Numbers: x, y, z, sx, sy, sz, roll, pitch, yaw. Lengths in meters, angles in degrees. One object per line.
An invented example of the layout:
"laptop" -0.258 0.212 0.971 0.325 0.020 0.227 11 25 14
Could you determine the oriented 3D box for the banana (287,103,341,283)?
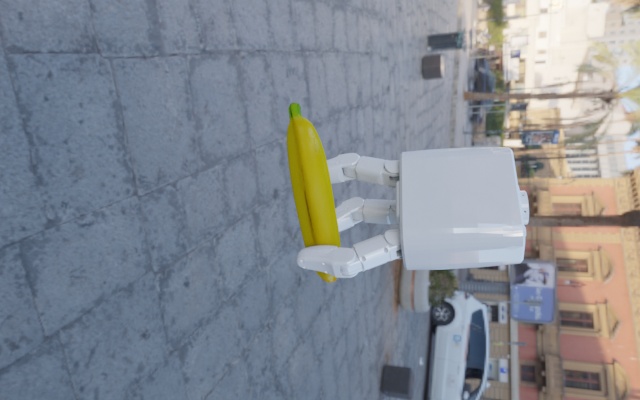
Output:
"banana" -0.003 0.004 0.475 0.037 0.198 0.069 -7 17 10
